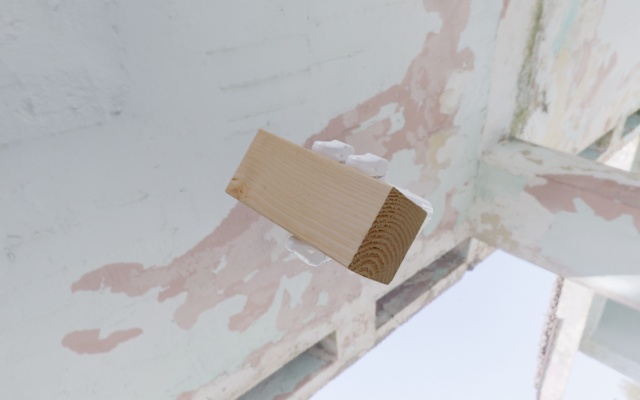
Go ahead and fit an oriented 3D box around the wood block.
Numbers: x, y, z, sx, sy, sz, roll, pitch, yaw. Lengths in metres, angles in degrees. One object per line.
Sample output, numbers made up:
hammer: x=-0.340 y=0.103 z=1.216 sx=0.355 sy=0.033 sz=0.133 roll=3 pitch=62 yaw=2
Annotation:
wood block: x=0.000 y=0.002 z=0.539 sx=0.206 sy=0.091 sz=0.090 roll=27 pitch=-1 yaw=40
